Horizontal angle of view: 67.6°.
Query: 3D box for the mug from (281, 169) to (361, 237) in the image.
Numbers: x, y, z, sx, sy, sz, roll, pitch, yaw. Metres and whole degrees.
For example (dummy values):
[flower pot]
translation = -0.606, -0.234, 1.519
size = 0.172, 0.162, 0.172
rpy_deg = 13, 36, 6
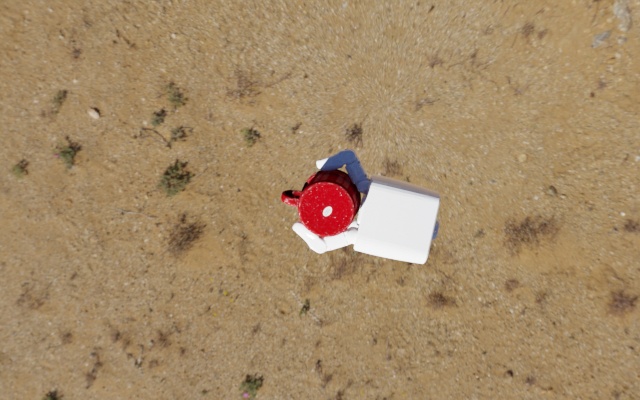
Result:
[mug]
translation = -0.001, 0.002, 0.695
size = 0.117, 0.093, 0.081
rpy_deg = 12, 13, 3
